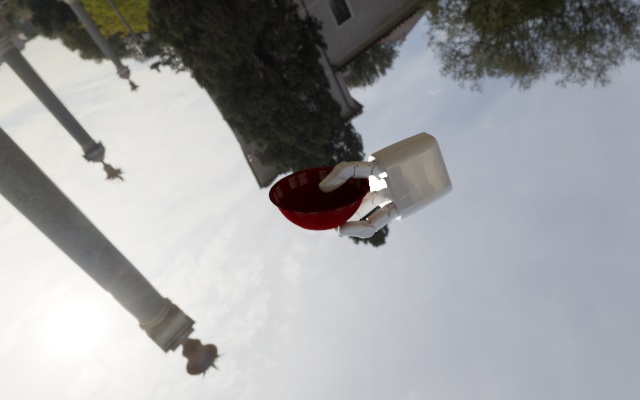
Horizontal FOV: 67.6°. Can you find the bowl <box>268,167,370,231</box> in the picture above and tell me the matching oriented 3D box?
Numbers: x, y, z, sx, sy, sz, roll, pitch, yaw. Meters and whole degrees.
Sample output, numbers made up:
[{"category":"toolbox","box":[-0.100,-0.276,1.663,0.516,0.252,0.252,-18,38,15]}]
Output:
[{"category":"bowl","box":[-0.001,0.003,0.768,0.162,0.055,0.162,-5,27,3]}]
